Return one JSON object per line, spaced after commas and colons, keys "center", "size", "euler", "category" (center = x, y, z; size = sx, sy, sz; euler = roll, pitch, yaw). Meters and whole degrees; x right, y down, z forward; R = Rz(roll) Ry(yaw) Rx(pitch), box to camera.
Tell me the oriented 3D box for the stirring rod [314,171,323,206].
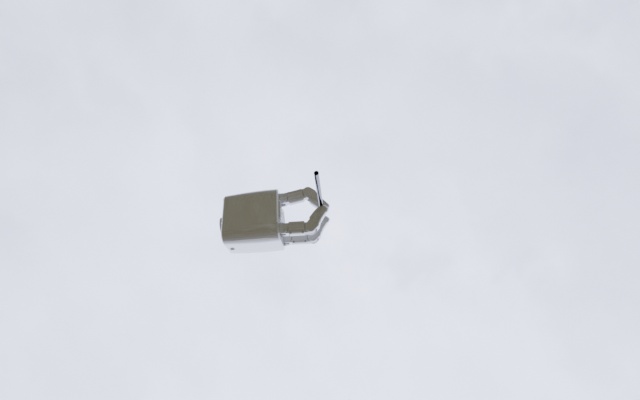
{"center": [0.000, 0.003, 0.863], "size": [0.011, 0.011, 0.240], "euler": [0, -23, 3], "category": "stirring rod"}
